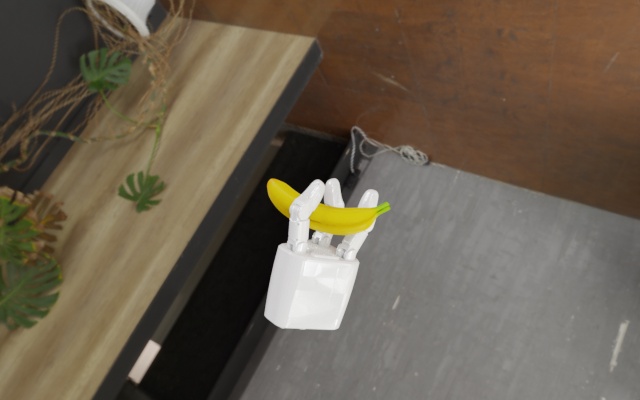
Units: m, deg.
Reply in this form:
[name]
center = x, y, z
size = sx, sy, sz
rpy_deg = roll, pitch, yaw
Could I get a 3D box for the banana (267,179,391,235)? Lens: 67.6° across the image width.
[banana]
center = -0.006, 0.012, 0.672
size = 0.198, 0.037, 0.069
rpy_deg = 14, 35, 26
